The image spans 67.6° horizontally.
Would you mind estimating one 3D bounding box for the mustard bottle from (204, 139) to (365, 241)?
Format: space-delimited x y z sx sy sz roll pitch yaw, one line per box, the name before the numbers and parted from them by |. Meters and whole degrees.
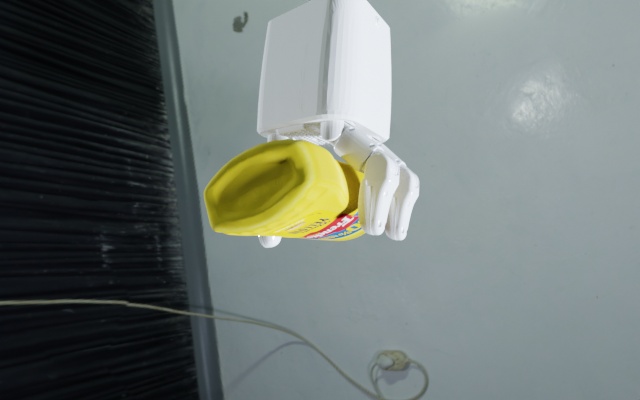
mustard bottle | 0.000 0.002 0.404 0.096 0.058 0.191 -26 -18 24
